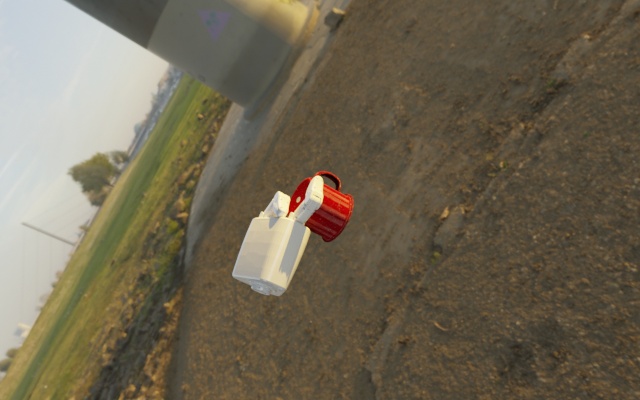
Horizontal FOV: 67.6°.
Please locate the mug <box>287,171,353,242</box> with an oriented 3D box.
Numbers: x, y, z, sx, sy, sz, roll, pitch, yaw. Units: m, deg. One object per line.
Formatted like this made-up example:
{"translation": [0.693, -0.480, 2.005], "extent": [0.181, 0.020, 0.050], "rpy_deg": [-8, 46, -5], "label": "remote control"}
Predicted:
{"translation": [0.000, 0.001, 0.822], "extent": [0.081, 0.117, 0.093], "rpy_deg": [28, -24, -21], "label": "mug"}
